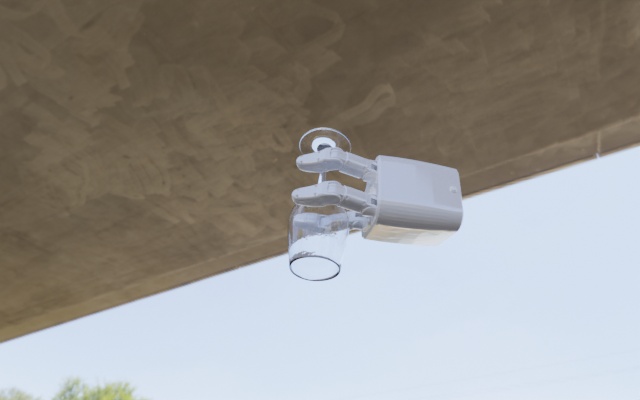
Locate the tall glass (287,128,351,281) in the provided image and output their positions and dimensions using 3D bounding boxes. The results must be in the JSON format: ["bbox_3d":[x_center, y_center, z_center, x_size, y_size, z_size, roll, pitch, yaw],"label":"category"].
[{"bbox_3d":[0.000,0.002,0.625,0.079,0.201,0.079,3,-36,3],"label":"tall glass"}]
